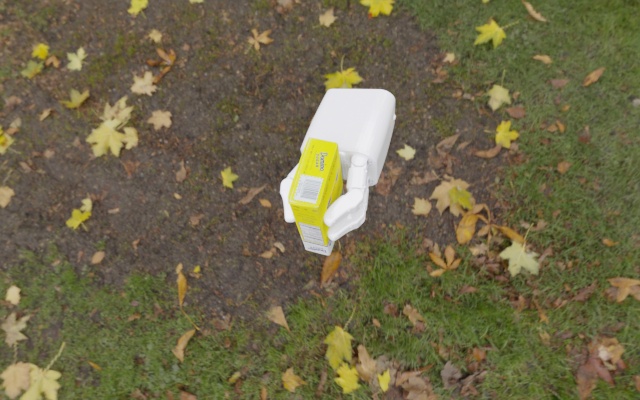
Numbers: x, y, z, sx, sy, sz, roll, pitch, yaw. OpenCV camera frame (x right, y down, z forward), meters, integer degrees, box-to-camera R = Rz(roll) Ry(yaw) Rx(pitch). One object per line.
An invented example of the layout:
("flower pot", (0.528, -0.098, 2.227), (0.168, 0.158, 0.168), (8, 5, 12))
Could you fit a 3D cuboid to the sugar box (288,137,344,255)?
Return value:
("sugar box", (0.001, 0.002, 0.648), (0.048, 0.093, 0.176), (12, -22, 14))
